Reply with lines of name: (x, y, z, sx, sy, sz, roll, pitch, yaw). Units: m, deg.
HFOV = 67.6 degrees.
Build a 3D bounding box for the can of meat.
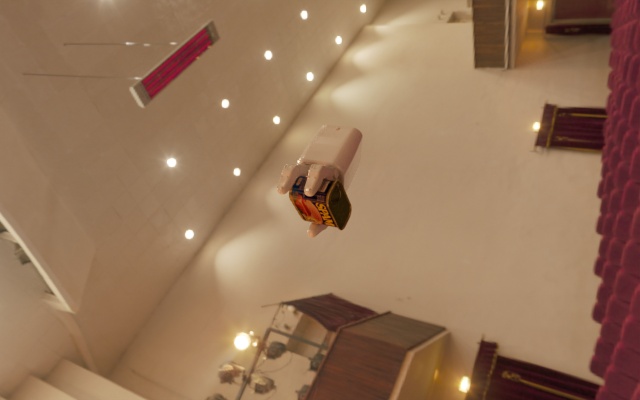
can of meat: (0.000, 0.003, 0.872, 0.084, 0.057, 0.102, 11, -32, 28)
